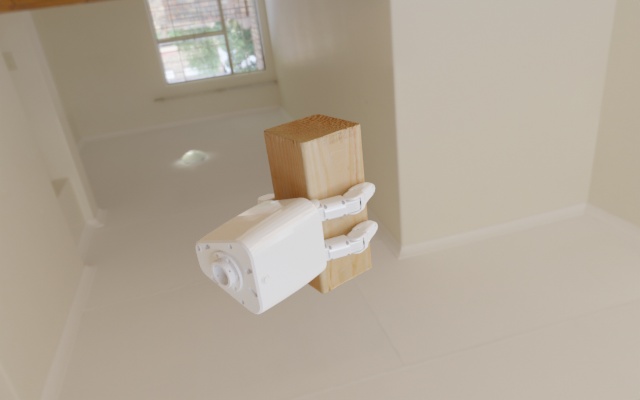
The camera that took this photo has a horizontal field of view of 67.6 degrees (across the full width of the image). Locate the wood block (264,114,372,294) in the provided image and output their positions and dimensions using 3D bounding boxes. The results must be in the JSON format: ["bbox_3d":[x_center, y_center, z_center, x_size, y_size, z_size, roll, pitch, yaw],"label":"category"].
[{"bbox_3d":[0.000,0.002,0.628,0.090,0.206,0.090,-23,30,-31],"label":"wood block"}]
